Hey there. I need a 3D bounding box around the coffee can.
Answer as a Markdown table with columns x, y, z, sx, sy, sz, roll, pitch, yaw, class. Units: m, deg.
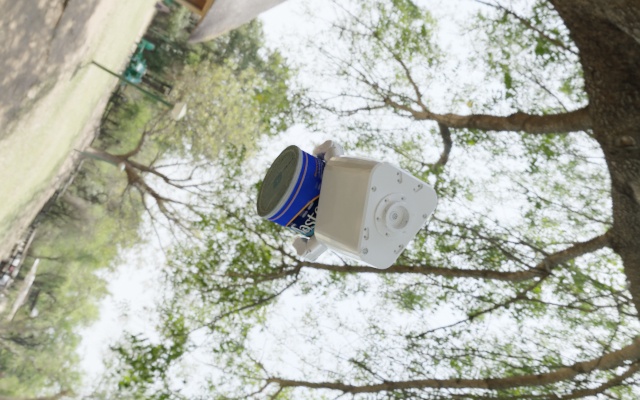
| x | y | z | sx | sy | sz | roll | pitch | yaw | class |
| --- | --- | --- | --- | --- | --- | --- | --- | --- | --- |
| 0.000 | 0.002 | 0.639 | 0.140 | 0.103 | 0.103 | 26 | -12 | -25 | coffee can |
